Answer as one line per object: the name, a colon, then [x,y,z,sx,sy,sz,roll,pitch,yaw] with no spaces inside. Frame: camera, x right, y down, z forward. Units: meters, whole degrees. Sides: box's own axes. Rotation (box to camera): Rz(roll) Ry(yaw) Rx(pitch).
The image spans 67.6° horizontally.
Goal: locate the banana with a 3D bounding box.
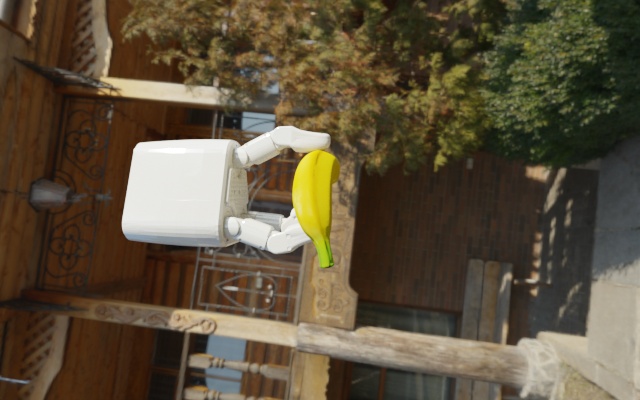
banana: [-0.002,-0.014,0.474,0.037,0.070,0.197,-4,26,7]
